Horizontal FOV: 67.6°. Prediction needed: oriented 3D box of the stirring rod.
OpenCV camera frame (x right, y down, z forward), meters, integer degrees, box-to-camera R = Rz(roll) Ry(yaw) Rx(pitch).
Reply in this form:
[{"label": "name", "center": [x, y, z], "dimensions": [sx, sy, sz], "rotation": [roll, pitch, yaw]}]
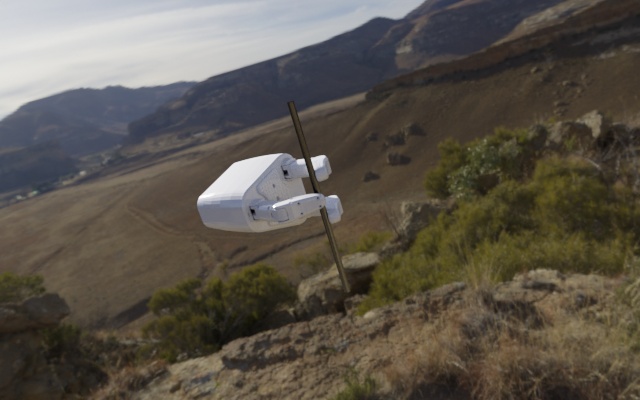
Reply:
[{"label": "stirring rod", "center": [0.000, 0.002, 0.560], "dimensions": [0.011, 0.239, 0.011], "rotation": [-16, 16, 5]}]
